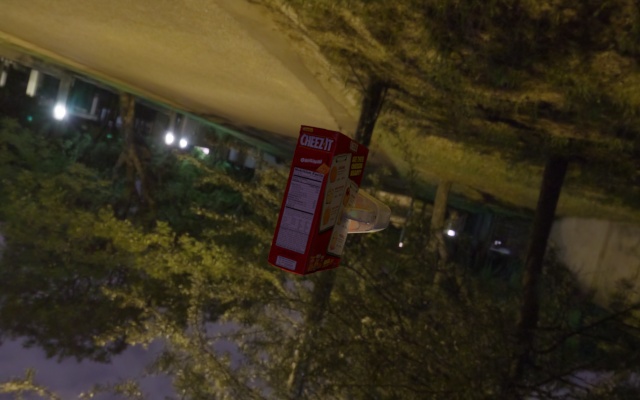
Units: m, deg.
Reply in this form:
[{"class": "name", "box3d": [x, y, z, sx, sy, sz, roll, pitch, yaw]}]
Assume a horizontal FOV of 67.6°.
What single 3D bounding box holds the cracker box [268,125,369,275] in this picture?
[{"class": "cracker box", "box3d": [0.000, 0.003, 0.760, 0.072, 0.213, 0.164, 14, 2, 21]}]
